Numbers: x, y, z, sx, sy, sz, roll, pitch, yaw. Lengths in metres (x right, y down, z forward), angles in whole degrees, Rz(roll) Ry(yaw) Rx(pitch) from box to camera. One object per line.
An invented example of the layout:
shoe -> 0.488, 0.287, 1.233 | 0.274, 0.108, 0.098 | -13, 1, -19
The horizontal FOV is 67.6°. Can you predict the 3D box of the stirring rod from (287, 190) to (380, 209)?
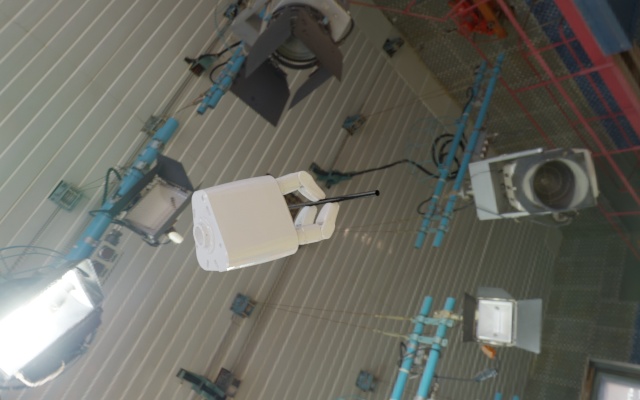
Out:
stirring rod -> 0.000, 0.002, 0.702 | 0.011, 0.011, 0.239 | 0, -6, -37
